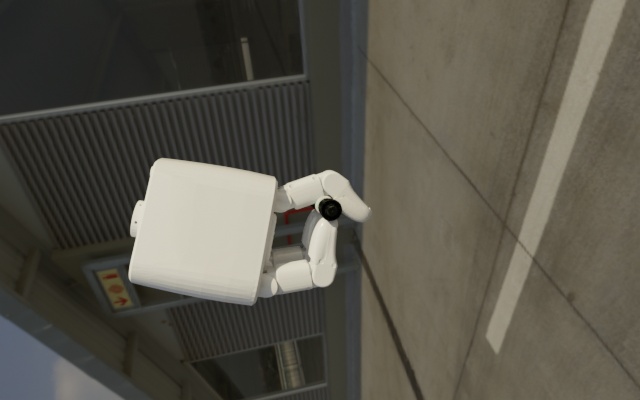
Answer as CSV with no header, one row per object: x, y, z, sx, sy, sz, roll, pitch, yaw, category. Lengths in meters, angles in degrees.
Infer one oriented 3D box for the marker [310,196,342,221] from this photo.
0.000,0.002,0.454,0.020,0.020,0.121,0,7,-9,marker
